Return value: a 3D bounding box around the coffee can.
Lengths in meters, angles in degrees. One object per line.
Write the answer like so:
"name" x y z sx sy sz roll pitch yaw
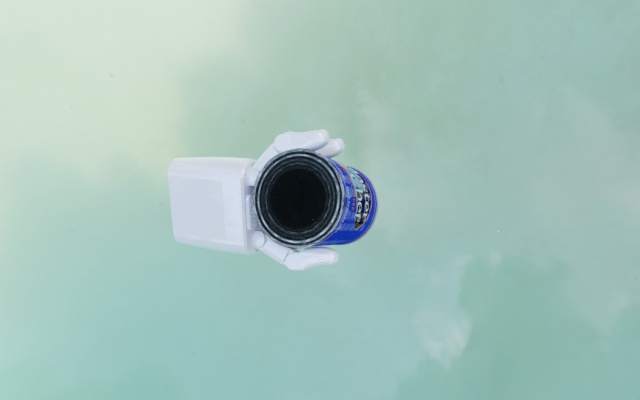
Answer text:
"coffee can" 0.000 0.002 0.547 0.103 0.103 0.140 0 -3 21
